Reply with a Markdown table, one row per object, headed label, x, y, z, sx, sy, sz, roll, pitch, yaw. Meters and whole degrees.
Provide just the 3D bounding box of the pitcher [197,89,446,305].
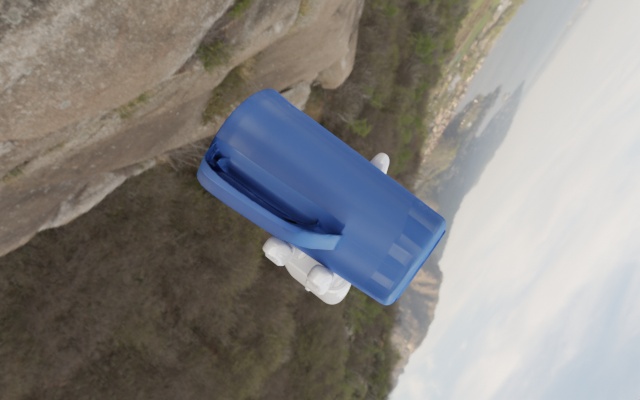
| label | x | y | z | sx | sy | sz | roll | pitch | yaw |
| --- | --- | --- | --- | --- | --- | --- | --- | --- | --- |
| pitcher | 0.000 | 0.002 | 0.500 | 0.243 | 0.149 | 0.145 | 35 | -19 | 13 |
